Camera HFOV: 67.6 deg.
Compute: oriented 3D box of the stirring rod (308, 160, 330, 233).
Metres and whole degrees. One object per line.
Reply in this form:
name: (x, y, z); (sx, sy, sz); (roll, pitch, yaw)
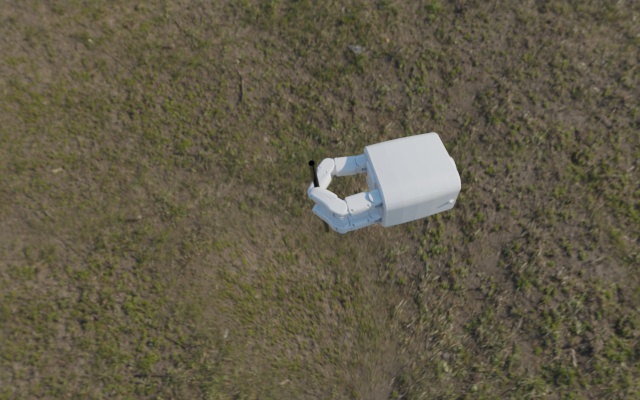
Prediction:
stirring rod: (0.000, 0.002, 0.695); (0.011, 0.011, 0.240); (0, -24, 6)
